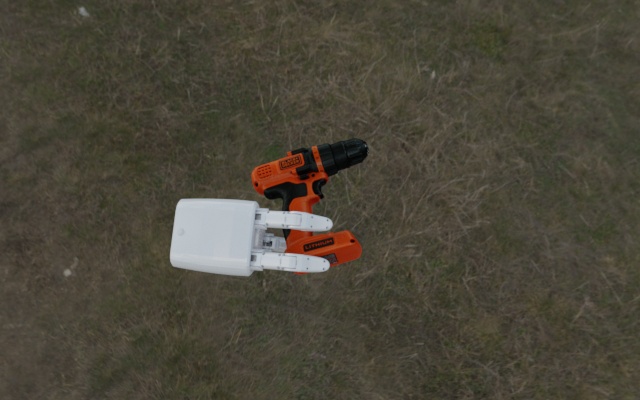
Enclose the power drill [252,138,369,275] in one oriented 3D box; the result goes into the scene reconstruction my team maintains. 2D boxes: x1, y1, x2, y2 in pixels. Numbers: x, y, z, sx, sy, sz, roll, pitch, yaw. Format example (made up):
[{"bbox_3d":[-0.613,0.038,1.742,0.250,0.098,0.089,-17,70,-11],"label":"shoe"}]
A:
[{"bbox_3d":[0.000,0.003,0.697,0.184,0.187,0.057,-18,-32,5],"label":"power drill"}]
